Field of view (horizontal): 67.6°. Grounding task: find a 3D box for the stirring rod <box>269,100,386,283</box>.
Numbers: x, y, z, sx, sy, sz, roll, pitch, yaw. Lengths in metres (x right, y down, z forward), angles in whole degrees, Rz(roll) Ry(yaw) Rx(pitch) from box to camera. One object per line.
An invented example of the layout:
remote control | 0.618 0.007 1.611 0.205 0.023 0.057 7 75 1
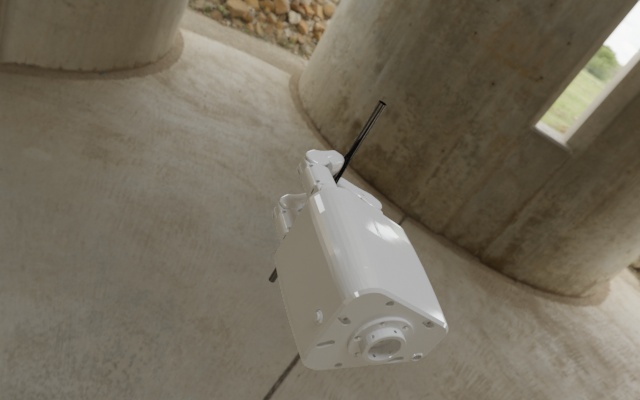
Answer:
stirring rod | 0.000 0.002 0.488 0.011 0.240 0.011 24 30 -15
